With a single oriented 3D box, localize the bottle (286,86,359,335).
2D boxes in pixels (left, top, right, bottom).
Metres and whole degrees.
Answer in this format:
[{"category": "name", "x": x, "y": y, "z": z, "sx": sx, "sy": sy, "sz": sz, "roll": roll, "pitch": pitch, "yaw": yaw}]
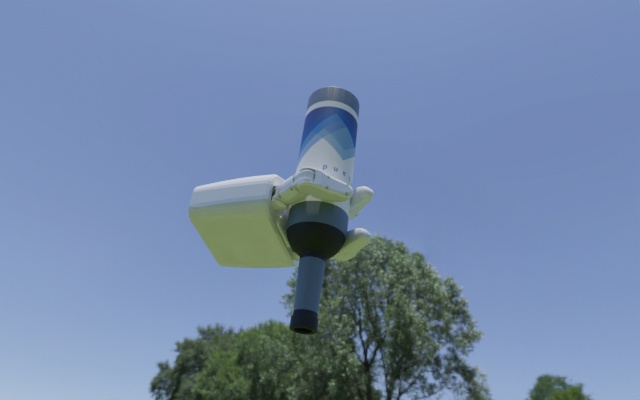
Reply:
[{"category": "bottle", "x": 0.000, "y": 0.002, "z": 0.539, "sx": 0.069, "sy": 0.295, "sz": 0.069, "roll": 6, "pitch": -31, "yaw": 3}]
